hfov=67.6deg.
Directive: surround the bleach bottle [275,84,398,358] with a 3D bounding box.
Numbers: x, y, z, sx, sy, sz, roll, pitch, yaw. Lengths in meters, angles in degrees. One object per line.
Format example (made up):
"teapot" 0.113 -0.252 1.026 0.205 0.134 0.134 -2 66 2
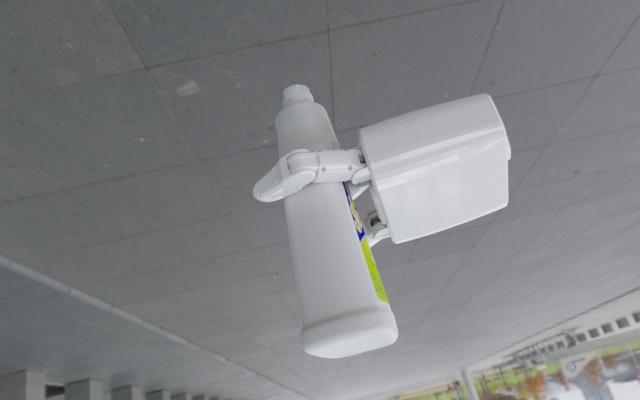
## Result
"bleach bottle" 0.000 0.001 0.415 0.068 0.250 0.103 -18 -25 9
